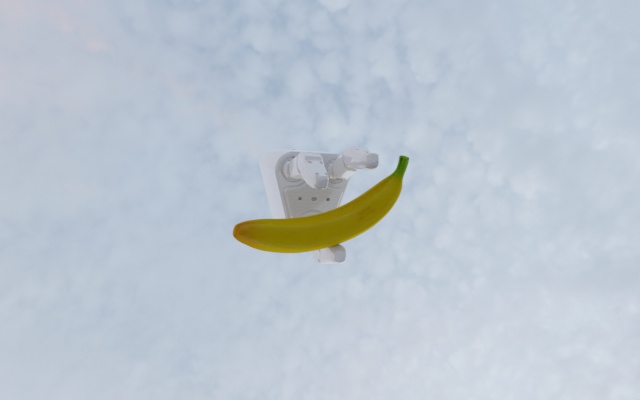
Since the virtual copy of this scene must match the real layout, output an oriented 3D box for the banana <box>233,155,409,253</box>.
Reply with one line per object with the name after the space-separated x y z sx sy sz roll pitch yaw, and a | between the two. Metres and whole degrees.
0.009 0.017 0.499 0.198 0.070 0.037 -24 22 -14 | banana
